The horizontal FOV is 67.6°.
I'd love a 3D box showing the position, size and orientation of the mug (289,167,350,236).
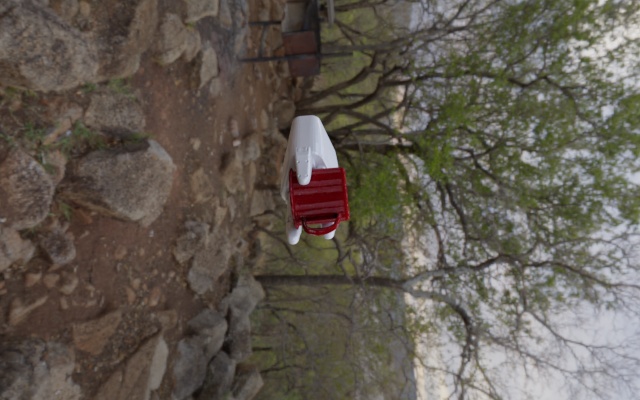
[{"bbox_3d":[0.000,0.003,0.706,0.081,0.117,0.093,-6,-44,3],"label":"mug"}]
